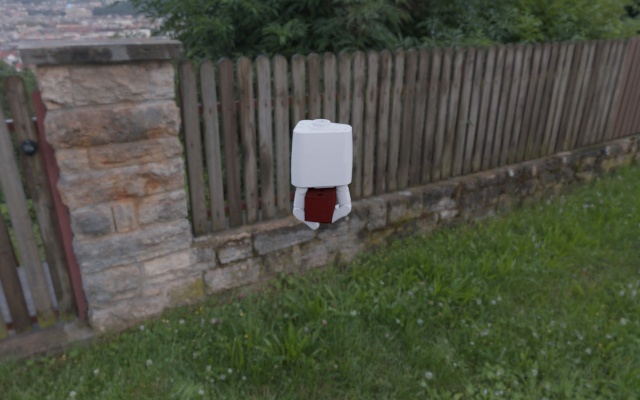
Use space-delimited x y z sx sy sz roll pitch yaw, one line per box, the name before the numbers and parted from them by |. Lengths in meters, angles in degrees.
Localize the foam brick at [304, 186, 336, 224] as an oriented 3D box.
foam brick | 0.000 0.003 0.897 0.053 0.051 0.078 4 23 5
